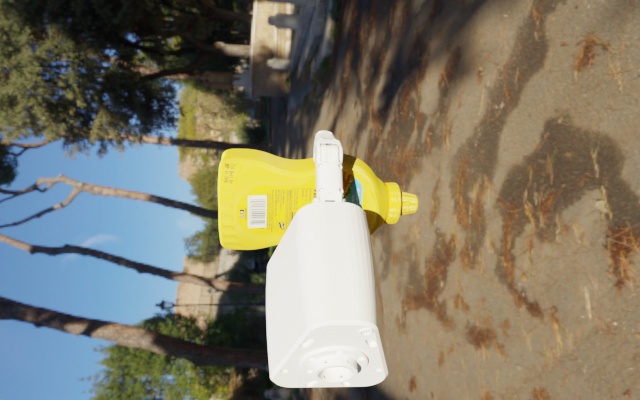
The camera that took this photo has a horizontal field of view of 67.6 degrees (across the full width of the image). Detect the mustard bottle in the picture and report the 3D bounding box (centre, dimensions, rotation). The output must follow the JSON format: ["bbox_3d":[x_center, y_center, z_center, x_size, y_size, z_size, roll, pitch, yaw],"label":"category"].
[{"bbox_3d":[0.000,0.001,0.464,0.191,0.096,0.058,1,24,-7],"label":"mustard bottle"}]
